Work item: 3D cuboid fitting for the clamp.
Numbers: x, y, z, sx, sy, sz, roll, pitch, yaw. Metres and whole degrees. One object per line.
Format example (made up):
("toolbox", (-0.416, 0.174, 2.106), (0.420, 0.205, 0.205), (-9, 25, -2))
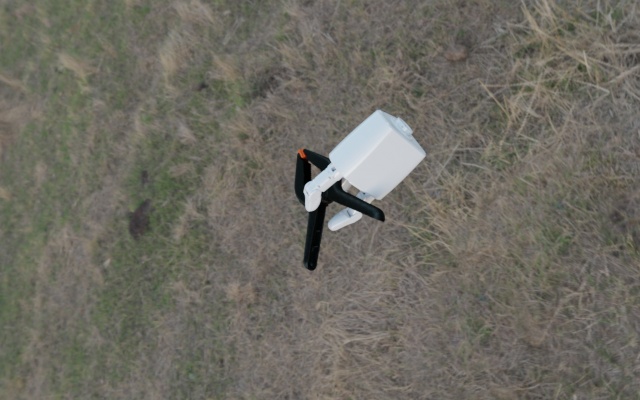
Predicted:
("clamp", (0.000, 0.002, 0.809), (0.164, 0.210, 0.036), (-43, -34, 20))
